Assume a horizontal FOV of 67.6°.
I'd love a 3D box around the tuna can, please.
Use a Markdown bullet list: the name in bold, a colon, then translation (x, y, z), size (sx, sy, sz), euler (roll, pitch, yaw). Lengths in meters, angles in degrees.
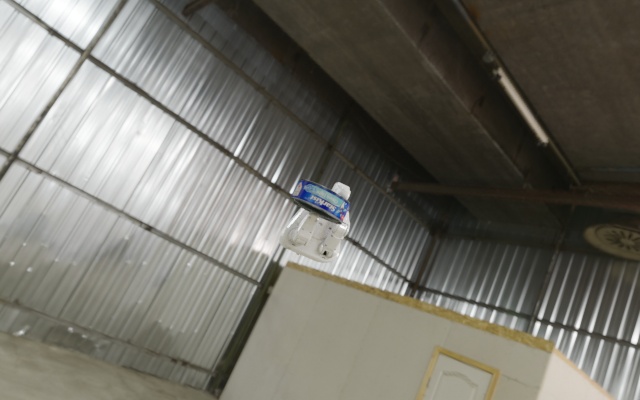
- **tuna can**: translation (0.000, 0.002, 0.710), size (0.086, 0.033, 0.086), euler (26, -8, 4)
